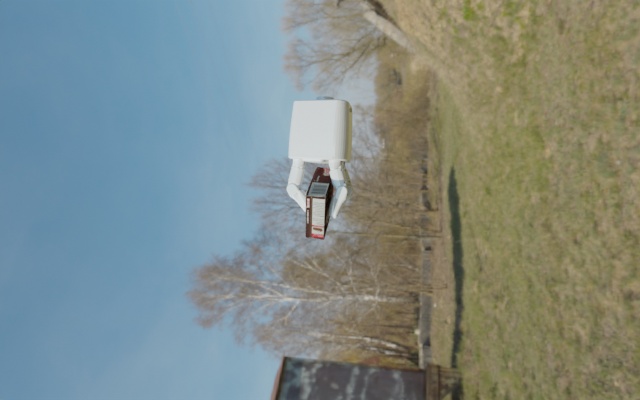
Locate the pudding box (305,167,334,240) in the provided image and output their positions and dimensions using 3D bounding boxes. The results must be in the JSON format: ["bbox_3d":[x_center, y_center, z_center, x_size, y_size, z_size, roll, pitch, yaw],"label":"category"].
[{"bbox_3d":[0.000,0.003,0.864,0.039,0.090,0.113,6,31,9],"label":"pudding box"}]
